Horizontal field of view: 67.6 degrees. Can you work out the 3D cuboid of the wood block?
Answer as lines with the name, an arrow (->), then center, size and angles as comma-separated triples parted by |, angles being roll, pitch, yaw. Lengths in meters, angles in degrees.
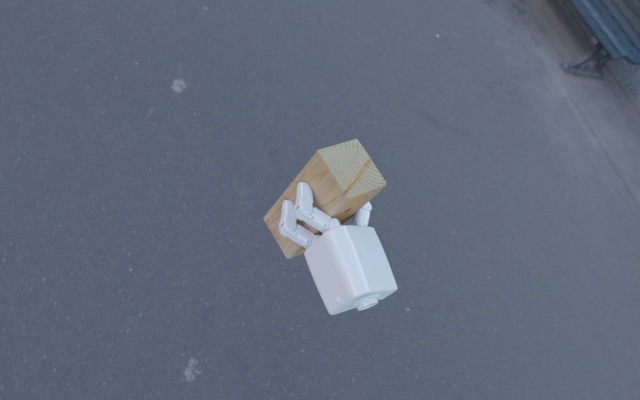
wood block -> 0.001, 0.003, 0.782 | 0.091, 0.090, 0.206 | -20, -18, -41
